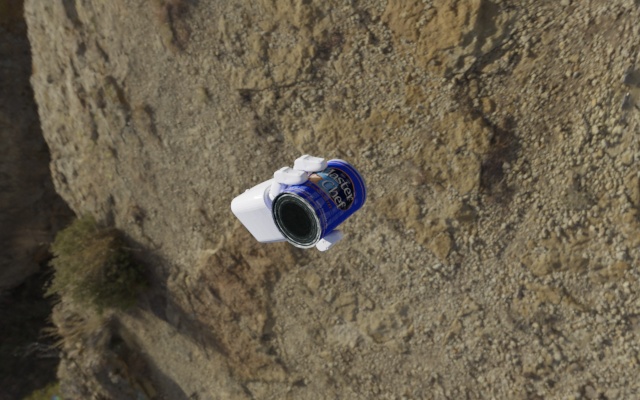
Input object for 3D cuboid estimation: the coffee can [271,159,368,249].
[{"bbox_3d":[0.000,0.003,0.809,0.103,0.103,0.140,0,25,41],"label":"coffee can"}]
